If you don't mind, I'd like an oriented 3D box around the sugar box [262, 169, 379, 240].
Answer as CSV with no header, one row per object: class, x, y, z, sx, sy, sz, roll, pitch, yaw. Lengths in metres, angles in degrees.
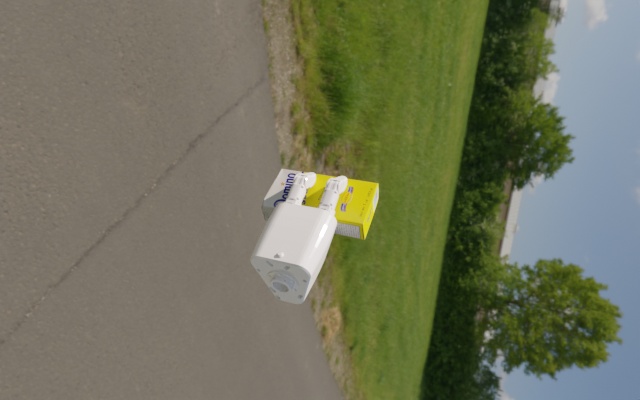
sugar box,0.000,0.002,0.787,0.176,0.093,0.048,11,-40,17
